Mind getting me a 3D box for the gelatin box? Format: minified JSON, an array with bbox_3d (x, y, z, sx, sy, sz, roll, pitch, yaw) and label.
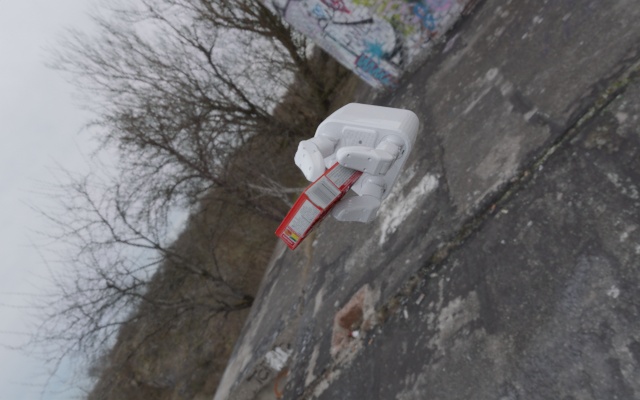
[{"bbox_3d":[0.000,0.001,0.496,0.089,0.030,0.073,-43,-7,-47],"label":"gelatin box"}]
